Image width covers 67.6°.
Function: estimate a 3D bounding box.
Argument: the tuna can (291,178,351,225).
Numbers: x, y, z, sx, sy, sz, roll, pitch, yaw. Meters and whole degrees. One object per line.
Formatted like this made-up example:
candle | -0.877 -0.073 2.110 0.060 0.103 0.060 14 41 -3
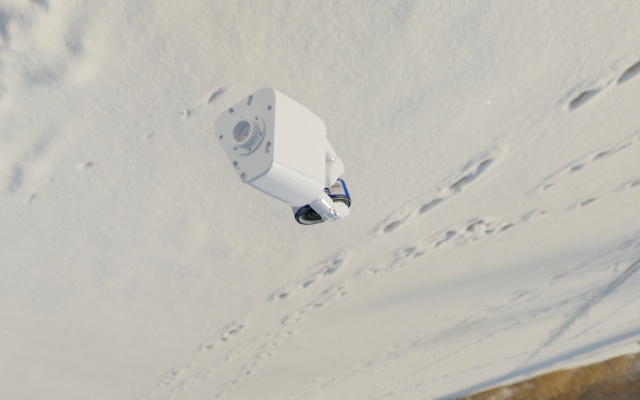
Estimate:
tuna can | 0.000 0.003 0.680 0.086 0.033 0.086 -17 -22 -7
